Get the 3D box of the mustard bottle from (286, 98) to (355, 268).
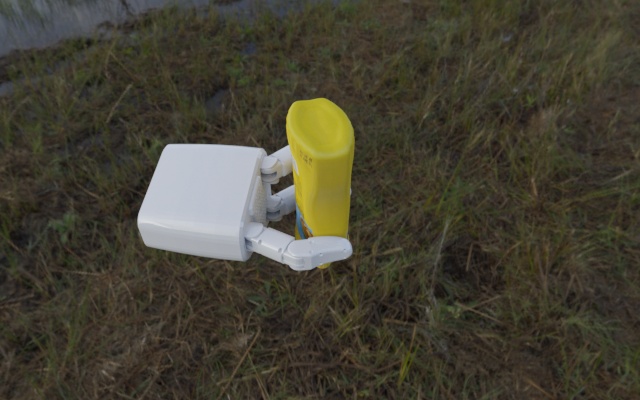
[{"bbox_3d":[0.000,0.001,0.485,0.058,0.192,0.096,-11,43,-11],"label":"mustard bottle"}]
